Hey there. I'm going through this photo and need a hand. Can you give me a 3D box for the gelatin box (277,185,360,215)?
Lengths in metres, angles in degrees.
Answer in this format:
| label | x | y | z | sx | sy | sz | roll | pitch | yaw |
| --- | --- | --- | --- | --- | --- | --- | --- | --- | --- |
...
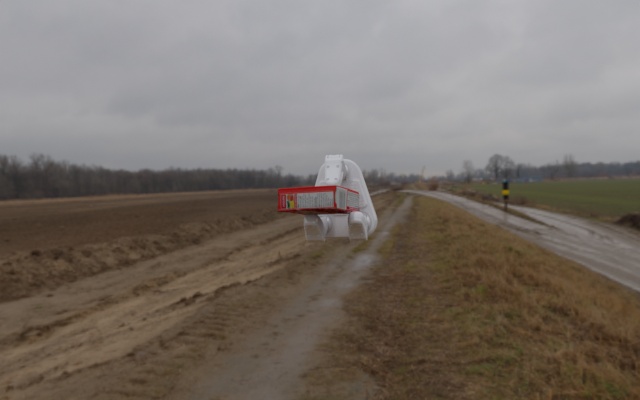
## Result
| label | x | y | z | sx | sy | sz | roll | pitch | yaw |
| --- | --- | --- | --- | --- | --- | --- | --- | --- | --- |
| gelatin box | 0.000 | 0.001 | 0.573 | 0.073 | 0.030 | 0.089 | -2 | -5 | 21 |
